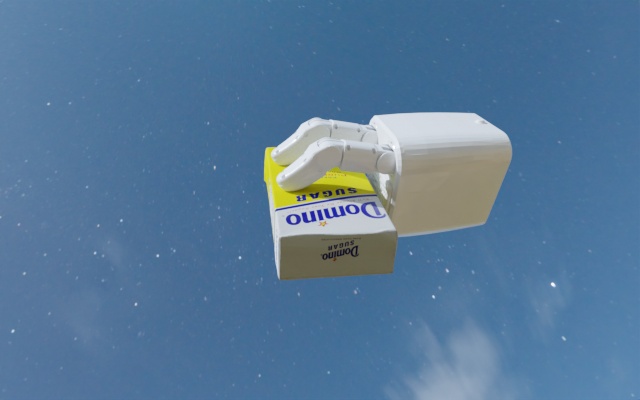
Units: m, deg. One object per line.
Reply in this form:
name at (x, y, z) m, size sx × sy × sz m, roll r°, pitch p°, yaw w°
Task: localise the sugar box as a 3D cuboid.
sugar box at (0.000, 0.001, 0.433) m, size 0.093 × 0.048 × 0.176 m, roll -2°, pitch 26°, yaw -10°
